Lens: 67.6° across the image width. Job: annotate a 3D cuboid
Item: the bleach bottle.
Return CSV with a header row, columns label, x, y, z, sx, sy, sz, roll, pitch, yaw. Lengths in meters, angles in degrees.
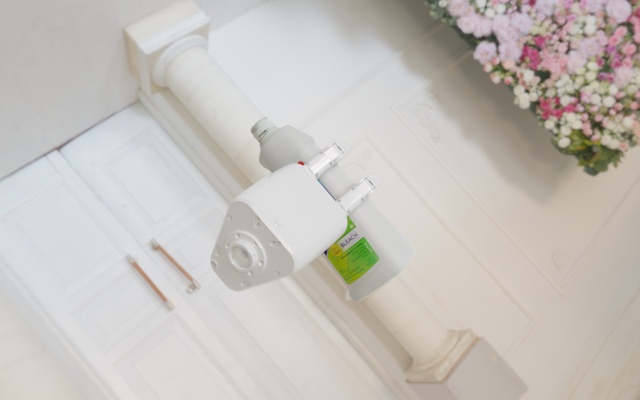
label,x,y,z,sx,sy,sz,roll,pitch,yaw
bleach bottle,0.000,0.002,0.600,0.103,0.251,0.068,-44,-4,37
